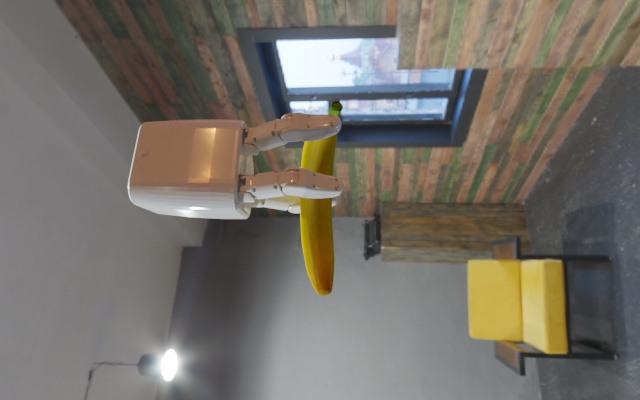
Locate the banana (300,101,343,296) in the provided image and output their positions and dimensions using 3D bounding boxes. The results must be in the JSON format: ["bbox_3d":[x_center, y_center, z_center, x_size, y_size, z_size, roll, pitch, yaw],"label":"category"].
[{"bbox_3d":[-0.002,-0.002,0.510,0.037,0.198,0.069,2,-1,-8],"label":"banana"}]
